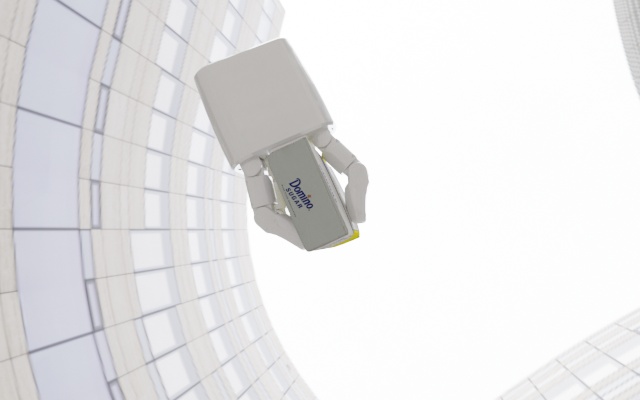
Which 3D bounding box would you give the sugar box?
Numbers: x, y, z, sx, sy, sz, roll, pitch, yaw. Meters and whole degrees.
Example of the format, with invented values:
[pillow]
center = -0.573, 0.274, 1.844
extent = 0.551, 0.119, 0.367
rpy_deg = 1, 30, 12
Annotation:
[sugar box]
center = 0.000, 0.002, 0.482
extent = 0.048, 0.093, 0.176
rpy_deg = -25, -8, 8
